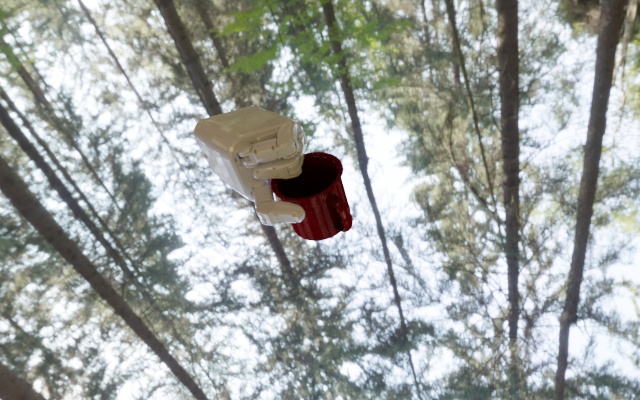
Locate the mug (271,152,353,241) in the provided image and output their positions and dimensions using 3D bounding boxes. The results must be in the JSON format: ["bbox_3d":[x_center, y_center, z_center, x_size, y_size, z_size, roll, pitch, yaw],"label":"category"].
[{"bbox_3d":[0.001,0.003,0.607,0.093,0.082,0.117,-38,44,-22],"label":"mug"}]
